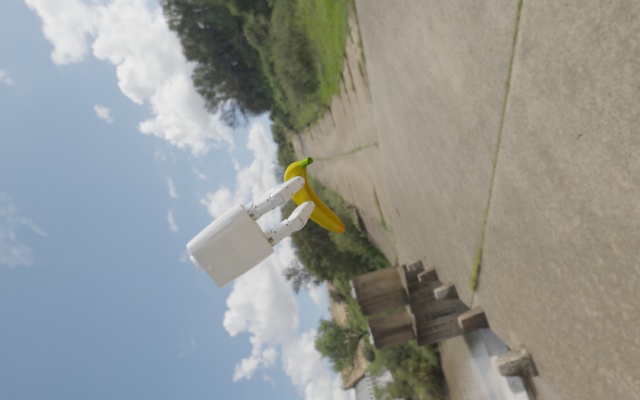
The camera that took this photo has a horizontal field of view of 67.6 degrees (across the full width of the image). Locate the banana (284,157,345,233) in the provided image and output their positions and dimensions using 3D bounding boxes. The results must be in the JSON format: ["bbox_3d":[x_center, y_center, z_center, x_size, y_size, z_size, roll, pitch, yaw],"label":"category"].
[{"bbox_3d":[-0.016,-0.004,0.817,0.069,0.037,0.198,16,-28,33],"label":"banana"}]
